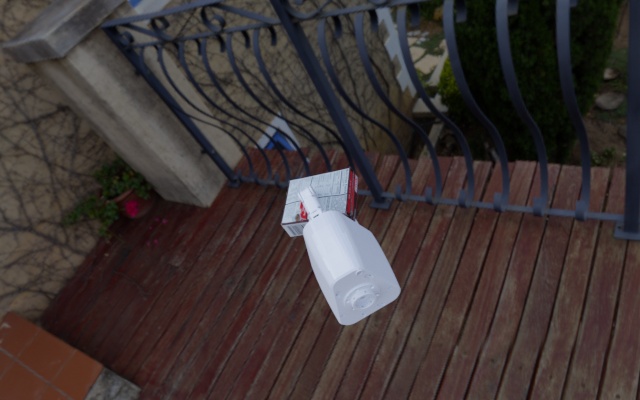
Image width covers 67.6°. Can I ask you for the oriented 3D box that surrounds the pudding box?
[{"bbox_3d":[0.000,0.002,0.734,0.113,0.090,0.039,-10,-40,23],"label":"pudding box"}]
